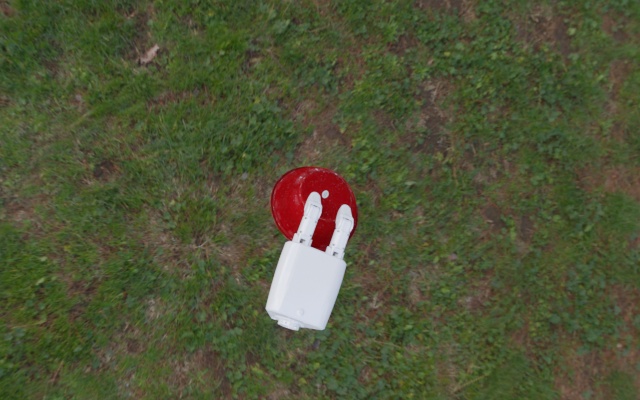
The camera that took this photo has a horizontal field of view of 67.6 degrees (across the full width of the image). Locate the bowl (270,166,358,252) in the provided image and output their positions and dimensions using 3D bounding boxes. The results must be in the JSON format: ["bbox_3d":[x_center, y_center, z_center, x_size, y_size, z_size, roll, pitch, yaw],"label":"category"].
[{"bbox_3d":[0.000,0.001,0.805,0.162,0.162,0.055,0,-24,-23],"label":"bowl"}]
